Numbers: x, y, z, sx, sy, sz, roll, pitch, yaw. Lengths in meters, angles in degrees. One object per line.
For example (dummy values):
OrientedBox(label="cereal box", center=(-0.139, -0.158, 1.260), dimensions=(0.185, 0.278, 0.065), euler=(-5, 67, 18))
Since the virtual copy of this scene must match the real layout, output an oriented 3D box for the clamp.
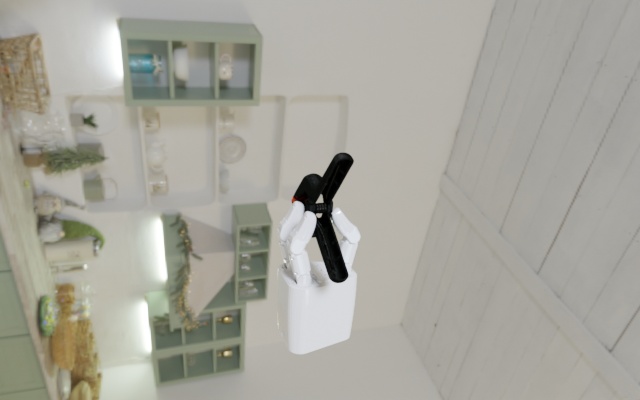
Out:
OrientedBox(label="clamp", center=(0.001, 0.002, 0.675), dimensions=(0.036, 0.164, 0.210), euler=(1, 14, -18))
